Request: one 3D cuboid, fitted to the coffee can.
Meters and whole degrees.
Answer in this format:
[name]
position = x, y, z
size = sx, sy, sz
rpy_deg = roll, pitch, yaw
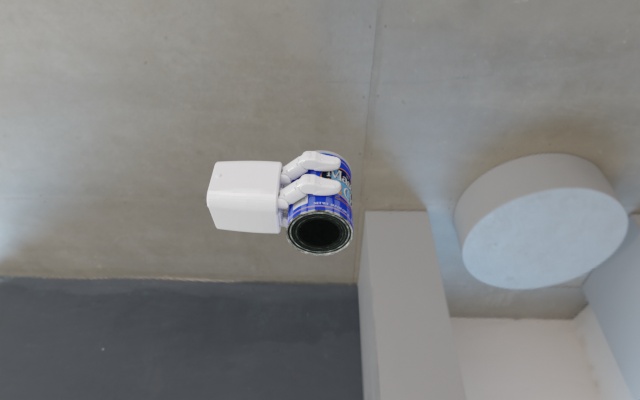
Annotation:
[coffee can]
position = 0.000, 0.002, 0.768
size = 0.103, 0.103, 0.140
rpy_deg = 1, 45, 1
